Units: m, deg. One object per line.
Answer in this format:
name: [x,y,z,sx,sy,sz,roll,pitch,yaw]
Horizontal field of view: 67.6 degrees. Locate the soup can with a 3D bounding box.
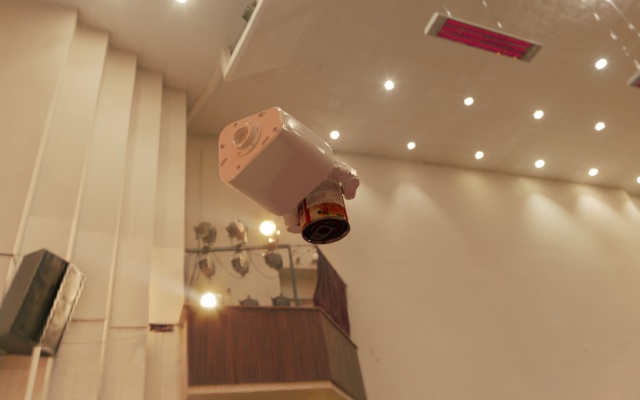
soup can: [0.000,0.002,0.681,0.068,0.102,0.069,-7,-35,-5]
